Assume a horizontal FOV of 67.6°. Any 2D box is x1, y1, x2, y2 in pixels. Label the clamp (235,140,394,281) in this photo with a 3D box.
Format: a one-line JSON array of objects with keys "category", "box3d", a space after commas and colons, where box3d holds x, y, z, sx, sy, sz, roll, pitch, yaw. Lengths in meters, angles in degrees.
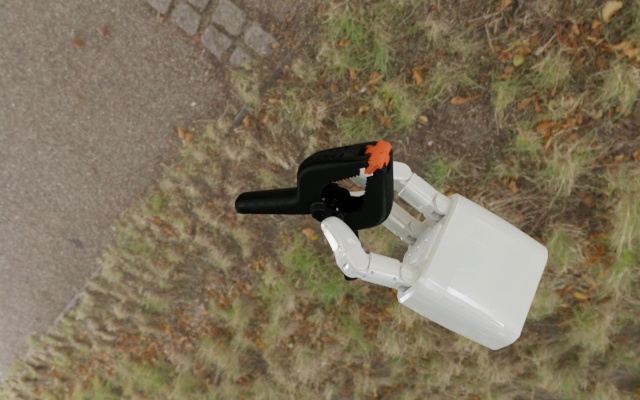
[{"category": "clamp", "box3d": [0.000, 0.002, 0.470, 0.164, 0.036, 0.210, 28, -34, -2]}]
